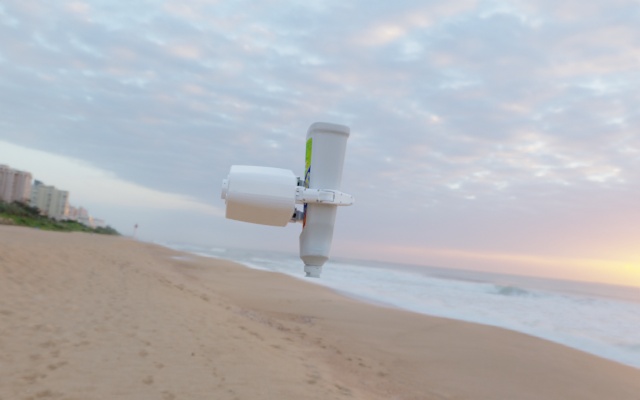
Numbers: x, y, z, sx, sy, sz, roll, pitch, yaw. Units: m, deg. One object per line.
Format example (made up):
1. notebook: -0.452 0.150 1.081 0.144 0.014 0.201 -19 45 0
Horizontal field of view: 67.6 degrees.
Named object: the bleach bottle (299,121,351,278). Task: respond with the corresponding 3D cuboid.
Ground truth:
1. bleach bottle: 0.000 0.003 0.798 0.068 0.251 0.102 7 -6 -10
